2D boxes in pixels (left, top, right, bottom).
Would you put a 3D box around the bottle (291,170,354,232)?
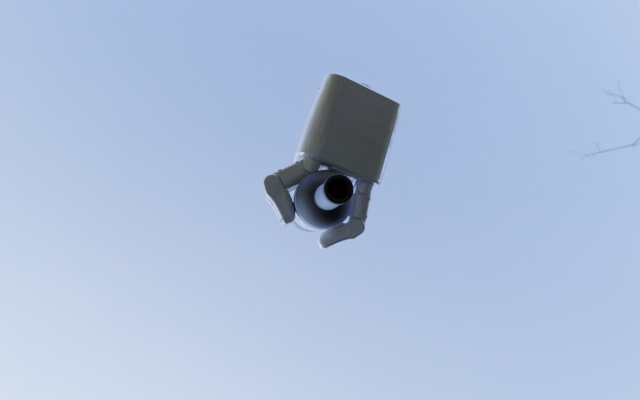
[{"bbox_3d":[0.000,0.002,0.571,0.069,0.069,0.296,0,-5,-6],"label":"bottle"}]
